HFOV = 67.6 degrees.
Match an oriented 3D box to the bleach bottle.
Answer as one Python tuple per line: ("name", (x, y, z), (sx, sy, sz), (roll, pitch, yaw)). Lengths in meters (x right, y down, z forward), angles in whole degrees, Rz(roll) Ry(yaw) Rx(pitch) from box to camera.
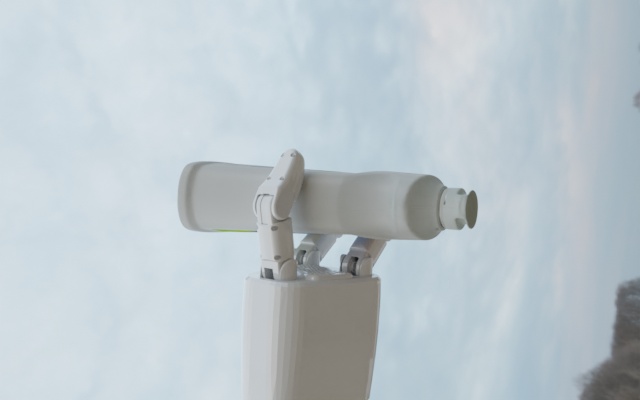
("bleach bottle", (0.000, 0.001, 0.404), (0.251, 0.068, 0.102), (3, 1, 34))
